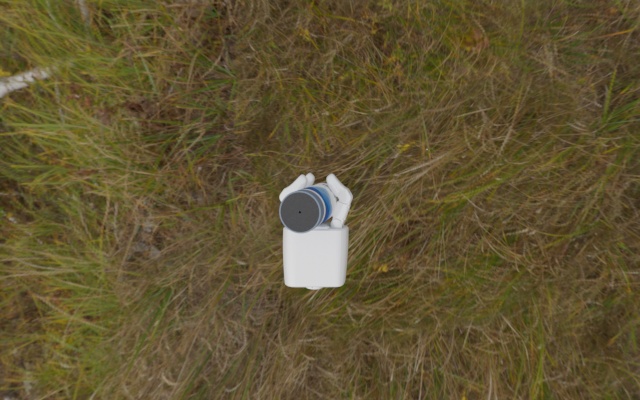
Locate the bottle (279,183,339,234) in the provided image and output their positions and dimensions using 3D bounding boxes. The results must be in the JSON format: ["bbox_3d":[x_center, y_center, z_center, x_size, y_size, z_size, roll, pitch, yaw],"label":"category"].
[{"bbox_3d":[0.000,0.003,0.872,0.069,0.069,0.295,0,6,13],"label":"bottle"}]
